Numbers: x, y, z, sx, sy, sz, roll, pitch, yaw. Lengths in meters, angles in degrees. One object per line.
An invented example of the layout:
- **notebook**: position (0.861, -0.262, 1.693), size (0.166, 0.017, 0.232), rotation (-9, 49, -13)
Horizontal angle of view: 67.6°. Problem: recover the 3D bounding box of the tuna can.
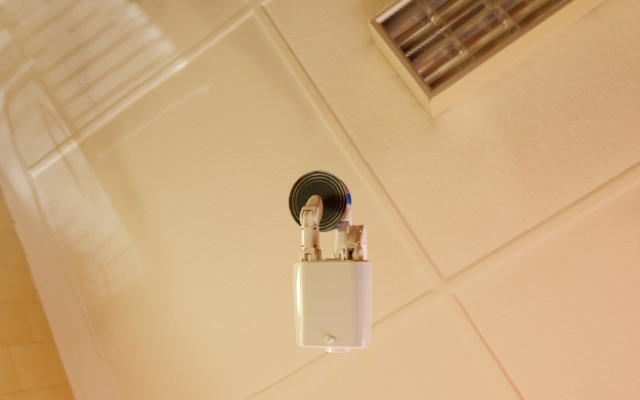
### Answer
- **tuna can**: position (0.000, 0.002, 0.676), size (0.086, 0.086, 0.034), rotation (0, -6, 17)
